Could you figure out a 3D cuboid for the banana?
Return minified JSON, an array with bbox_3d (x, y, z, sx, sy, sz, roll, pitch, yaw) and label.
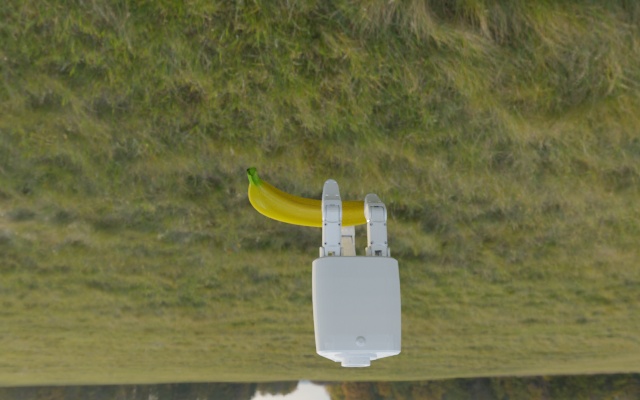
[{"bbox_3d":[-0.012,0.008,0.616,0.198,0.037,0.070,13,-29,-25],"label":"banana"}]
